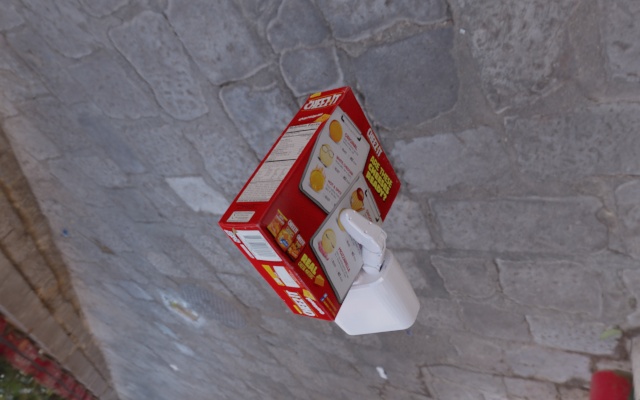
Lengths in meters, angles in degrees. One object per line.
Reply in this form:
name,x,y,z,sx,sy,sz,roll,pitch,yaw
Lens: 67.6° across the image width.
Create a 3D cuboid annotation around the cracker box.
cracker box,0.000,0.002,0.551,0.072,0.213,0.164,0,-43,39
